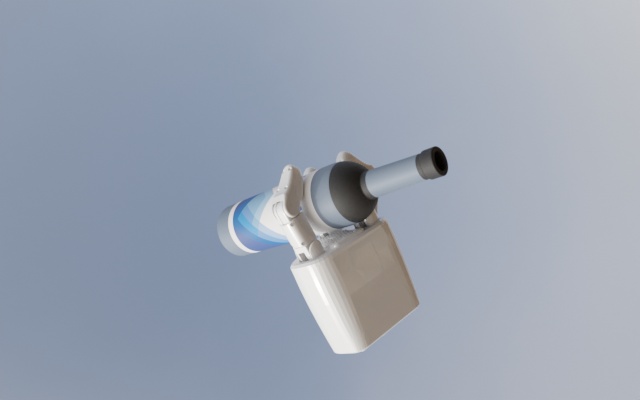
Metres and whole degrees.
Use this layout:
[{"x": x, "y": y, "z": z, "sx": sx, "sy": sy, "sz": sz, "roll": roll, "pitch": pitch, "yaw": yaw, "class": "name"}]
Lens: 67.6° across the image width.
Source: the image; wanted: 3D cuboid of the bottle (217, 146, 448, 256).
[{"x": 0.000, "y": 0.002, "z": 0.512, "sx": 0.296, "sy": 0.069, "sz": 0.069, "roll": -19, "pitch": -13, "yaw": 41, "class": "bottle"}]
